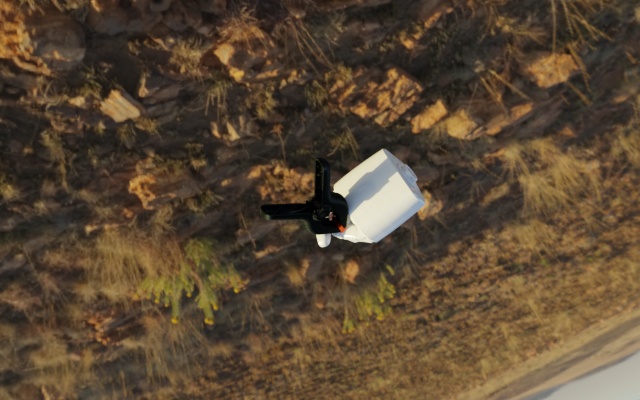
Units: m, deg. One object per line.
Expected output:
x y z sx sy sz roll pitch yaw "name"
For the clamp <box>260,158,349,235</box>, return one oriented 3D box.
0.000 0.003 0.725 0.120 0.039 0.171 -41 -33 17 "clamp"
